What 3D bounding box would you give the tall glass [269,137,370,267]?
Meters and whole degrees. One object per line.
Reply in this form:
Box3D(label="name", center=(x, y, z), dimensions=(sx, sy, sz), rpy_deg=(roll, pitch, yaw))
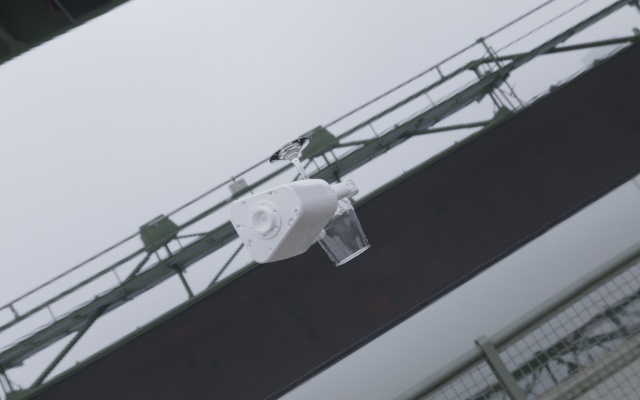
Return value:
Box3D(label="tall glass", center=(0.000, 0.002, 0.752), dimensions=(0.079, 0.201, 0.079), rpy_deg=(-30, -10, -6))
